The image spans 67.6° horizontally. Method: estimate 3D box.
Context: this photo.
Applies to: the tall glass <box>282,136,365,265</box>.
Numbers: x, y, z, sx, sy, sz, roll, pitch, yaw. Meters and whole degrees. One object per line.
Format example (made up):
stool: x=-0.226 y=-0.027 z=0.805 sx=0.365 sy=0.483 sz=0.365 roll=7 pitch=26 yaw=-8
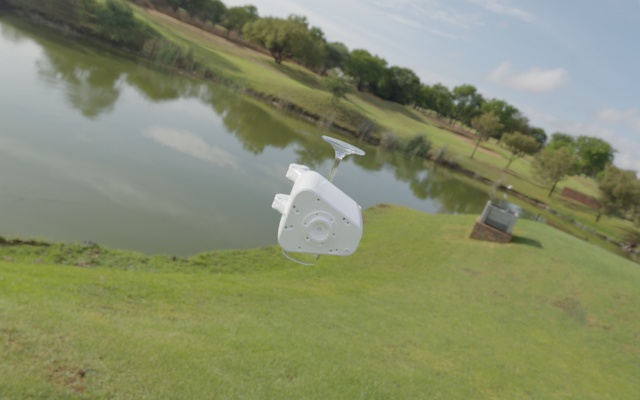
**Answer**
tall glass: x=0.000 y=0.002 z=0.772 sx=0.079 sy=0.201 sz=0.079 roll=21 pitch=14 yaw=-5
